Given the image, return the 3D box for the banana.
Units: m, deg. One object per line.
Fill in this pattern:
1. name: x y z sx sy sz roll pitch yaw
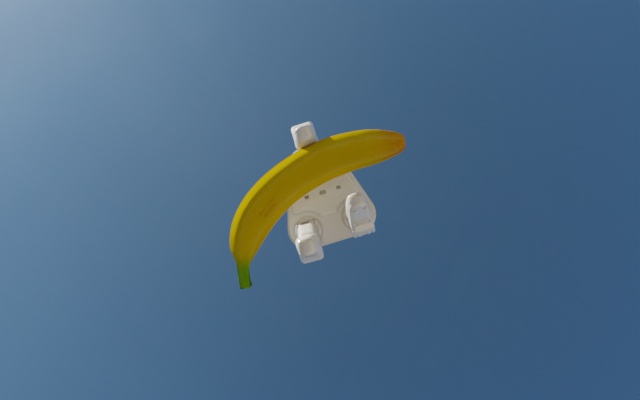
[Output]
1. banana: -0.015 -0.010 0.434 0.198 0.069 0.037 -42 -6 -1
